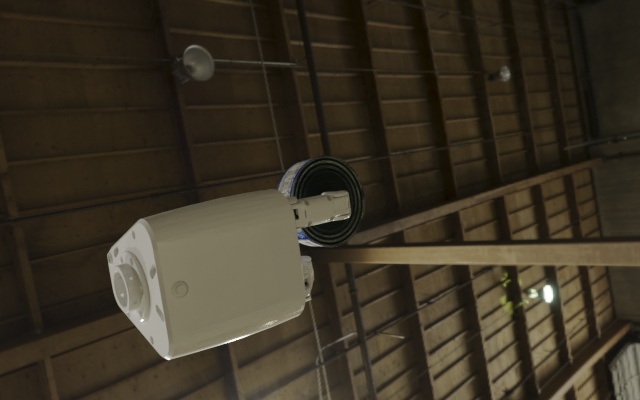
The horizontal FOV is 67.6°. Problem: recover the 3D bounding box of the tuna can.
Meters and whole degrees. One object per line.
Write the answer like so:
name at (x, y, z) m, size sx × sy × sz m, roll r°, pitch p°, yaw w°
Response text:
tuna can at (0.000, 0.002, 0.457) m, size 0.086 × 0.086 × 0.034 m, roll 0°, pitch -4°, yaw -37°
